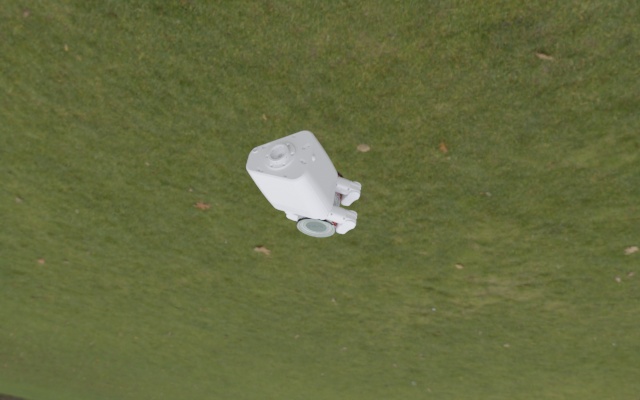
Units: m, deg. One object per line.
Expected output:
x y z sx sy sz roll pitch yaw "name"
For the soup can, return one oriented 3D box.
0.000 0.003 0.814 0.068 0.102 0.068 7 -30 4 "soup can"
